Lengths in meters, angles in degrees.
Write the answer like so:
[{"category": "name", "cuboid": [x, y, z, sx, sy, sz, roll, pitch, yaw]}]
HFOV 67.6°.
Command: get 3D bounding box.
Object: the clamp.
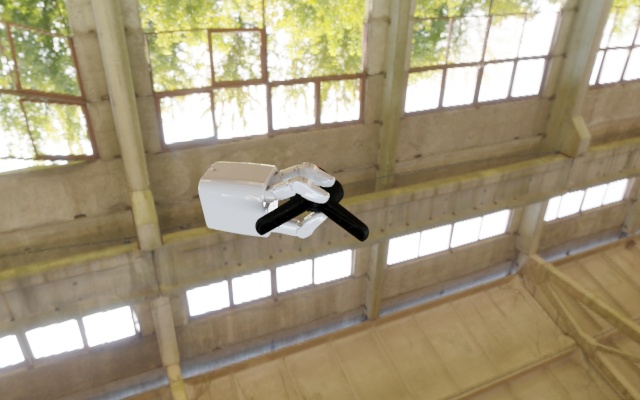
[{"category": "clamp", "cuboid": [0.000, 0.003, 0.765, 0.164, 0.036, 0.210, 8, 29, 5]}]
